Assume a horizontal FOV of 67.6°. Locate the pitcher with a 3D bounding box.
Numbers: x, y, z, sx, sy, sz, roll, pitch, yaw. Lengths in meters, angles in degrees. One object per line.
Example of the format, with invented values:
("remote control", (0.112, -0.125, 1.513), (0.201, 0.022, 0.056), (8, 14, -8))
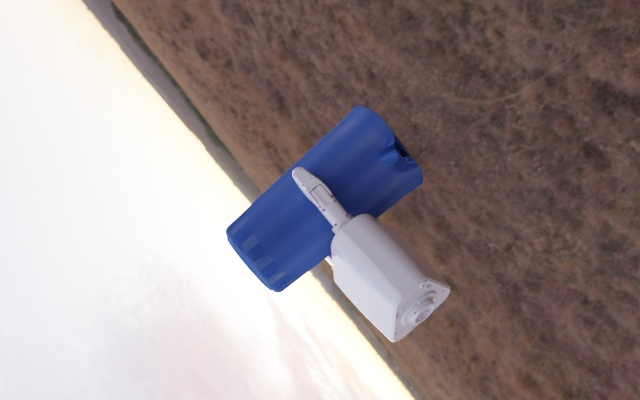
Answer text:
("pitcher", (0.000, 0.002, 0.625), (0.145, 0.243, 0.149), (46, -7, 34))
